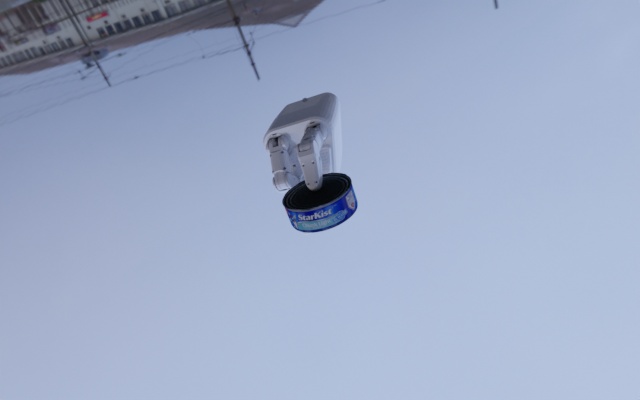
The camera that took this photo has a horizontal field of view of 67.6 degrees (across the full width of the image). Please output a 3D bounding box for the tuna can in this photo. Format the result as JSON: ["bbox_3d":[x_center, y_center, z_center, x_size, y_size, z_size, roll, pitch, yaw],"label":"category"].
[{"bbox_3d":[0.000,0.002,0.567,0.086,0.034,0.086,-16,26,8],"label":"tuna can"}]
